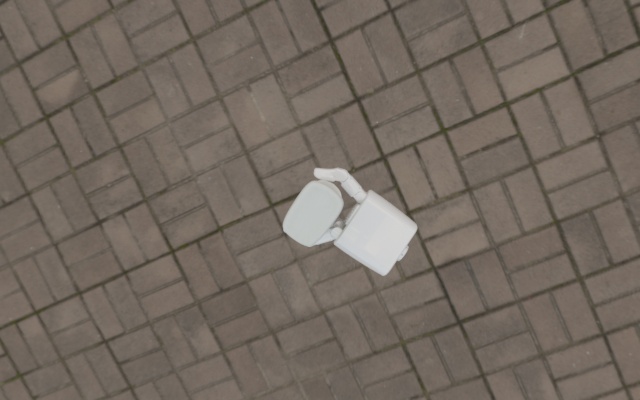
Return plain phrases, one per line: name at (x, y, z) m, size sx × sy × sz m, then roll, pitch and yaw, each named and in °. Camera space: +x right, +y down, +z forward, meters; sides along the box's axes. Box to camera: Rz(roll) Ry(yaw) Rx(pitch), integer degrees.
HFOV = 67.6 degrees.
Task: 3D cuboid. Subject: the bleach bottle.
bleach bottle at (0.000, 0.003, 0.839) m, size 0.068 × 0.102 × 0.251 m, roll 36°, pitch 11°, yaw 0°
